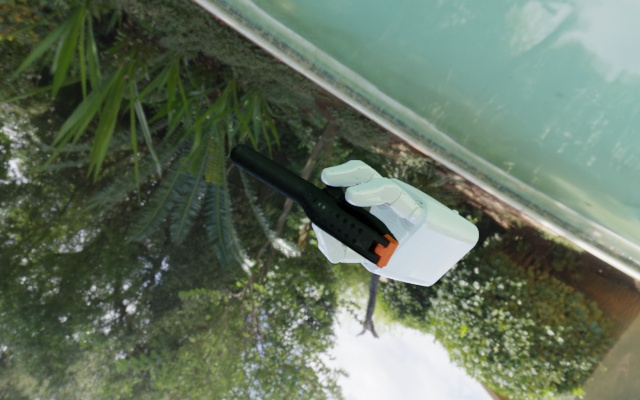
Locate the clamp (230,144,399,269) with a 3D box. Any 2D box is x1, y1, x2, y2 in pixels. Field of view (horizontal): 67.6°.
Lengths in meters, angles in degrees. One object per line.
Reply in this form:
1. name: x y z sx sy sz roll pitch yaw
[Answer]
1. clamp: 0.000 0.003 0.510 0.164 0.036 0.210 19 15 -35
